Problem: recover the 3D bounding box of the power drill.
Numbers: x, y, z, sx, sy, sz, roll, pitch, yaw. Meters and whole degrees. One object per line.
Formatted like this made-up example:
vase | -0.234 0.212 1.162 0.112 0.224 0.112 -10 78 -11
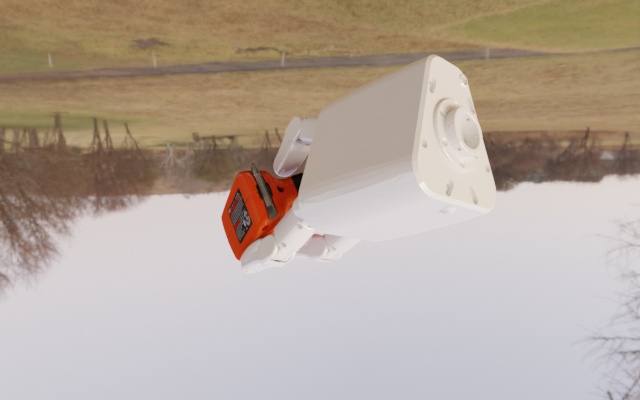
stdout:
power drill | 0.000 0.002 0.478 0.187 0.057 0.184 -17 -20 -27
